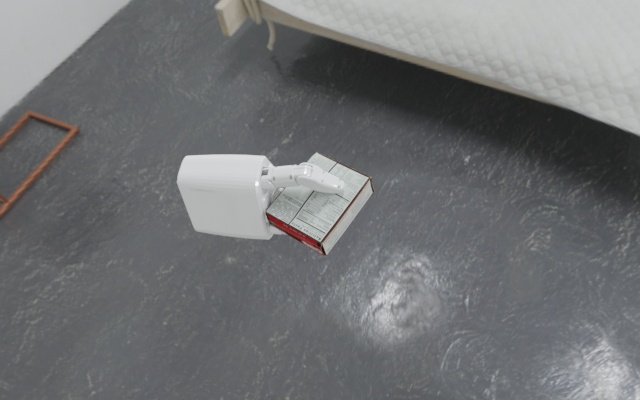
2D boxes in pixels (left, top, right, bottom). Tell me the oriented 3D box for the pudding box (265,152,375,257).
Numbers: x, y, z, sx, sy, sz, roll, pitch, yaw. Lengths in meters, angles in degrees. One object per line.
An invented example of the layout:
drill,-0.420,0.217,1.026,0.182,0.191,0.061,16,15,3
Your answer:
pudding box,0.000,0.002,0.600,0.090,0.113,0.039,28,-21,25
